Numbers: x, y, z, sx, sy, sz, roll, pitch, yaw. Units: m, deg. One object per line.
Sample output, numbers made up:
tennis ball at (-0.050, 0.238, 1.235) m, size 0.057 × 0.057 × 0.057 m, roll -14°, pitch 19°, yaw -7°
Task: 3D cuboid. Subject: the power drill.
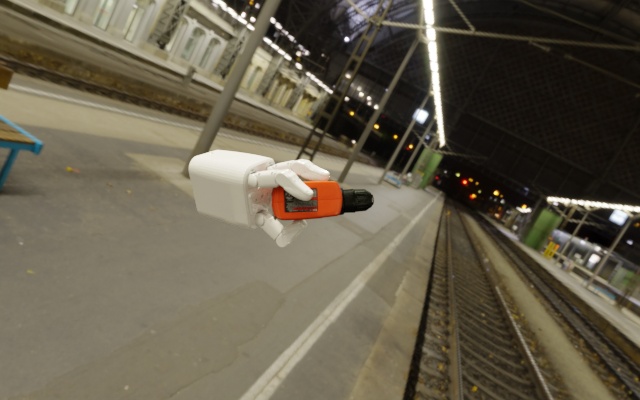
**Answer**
power drill at (0.000, 0.003, 0.793) m, size 0.184 × 0.057 × 0.187 m, roll -5°, pitch -3°, yaw 3°
